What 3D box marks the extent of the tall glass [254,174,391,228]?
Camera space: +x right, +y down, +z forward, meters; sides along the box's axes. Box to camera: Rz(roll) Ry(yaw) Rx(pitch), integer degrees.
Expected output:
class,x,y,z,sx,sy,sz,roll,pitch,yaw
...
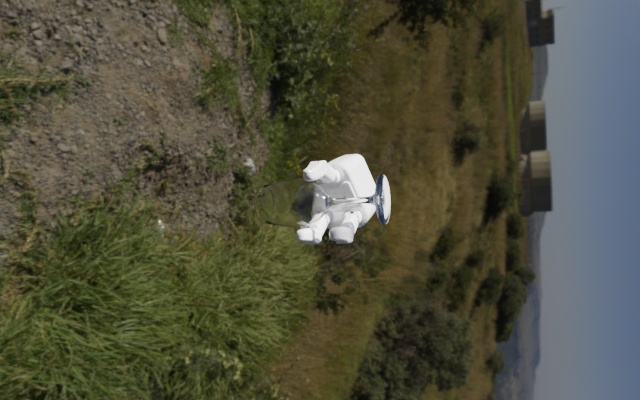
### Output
class,x,y,z,sx,sy,sz,roll,pitch,yaw
tall glass,0.001,0.002,0.727,0.201,0.079,0.079,-2,-1,23
